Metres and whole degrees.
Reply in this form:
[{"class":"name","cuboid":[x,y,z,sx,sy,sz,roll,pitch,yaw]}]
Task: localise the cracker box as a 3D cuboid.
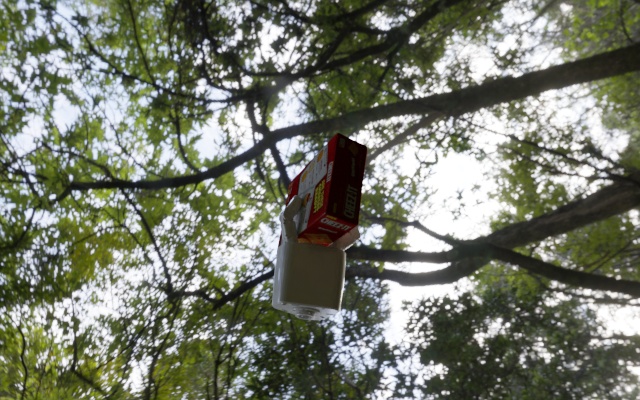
[{"class":"cracker box","cuboid":[0.000,0.003,0.881,0.072,0.164,0.214,20,-31,-20]}]
